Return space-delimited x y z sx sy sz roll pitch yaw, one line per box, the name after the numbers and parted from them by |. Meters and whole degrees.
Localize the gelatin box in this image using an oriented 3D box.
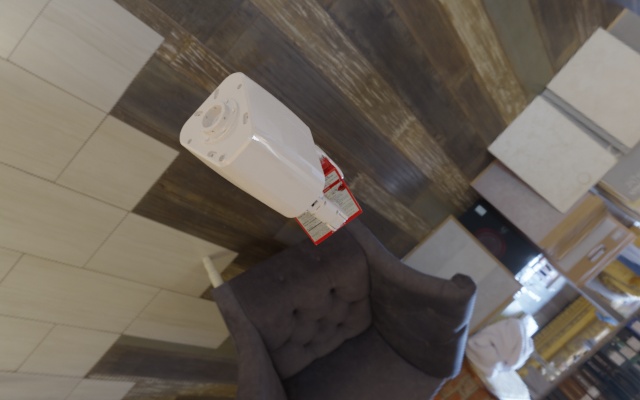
0.000 0.002 0.579 0.073 0.089 0.030 -36 42 -2 | gelatin box
